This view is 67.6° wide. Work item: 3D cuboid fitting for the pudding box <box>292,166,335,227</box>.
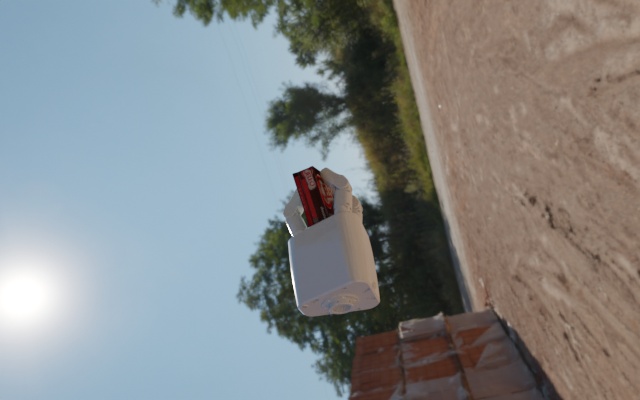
[{"bbox_3d":[0.000,0.003,0.730,0.039,0.090,0.113,-19,-10,9],"label":"pudding box"}]
